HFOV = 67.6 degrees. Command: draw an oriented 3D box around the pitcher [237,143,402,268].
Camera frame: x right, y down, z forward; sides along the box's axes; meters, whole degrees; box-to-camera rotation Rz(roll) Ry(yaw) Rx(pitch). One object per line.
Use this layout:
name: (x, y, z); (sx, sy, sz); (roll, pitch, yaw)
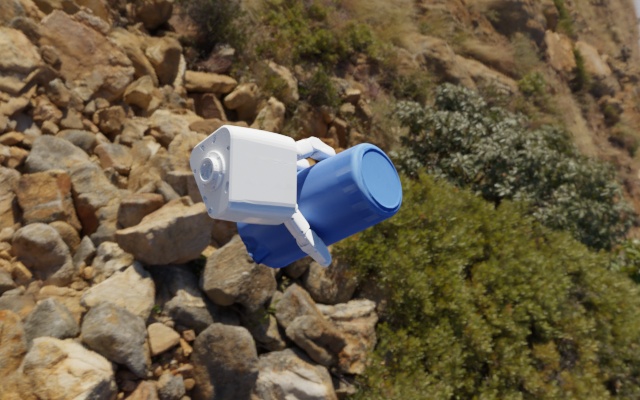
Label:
pitcher: (0.000, 0.002, 0.723); (0.243, 0.149, 0.145); (-25, -23, 38)
